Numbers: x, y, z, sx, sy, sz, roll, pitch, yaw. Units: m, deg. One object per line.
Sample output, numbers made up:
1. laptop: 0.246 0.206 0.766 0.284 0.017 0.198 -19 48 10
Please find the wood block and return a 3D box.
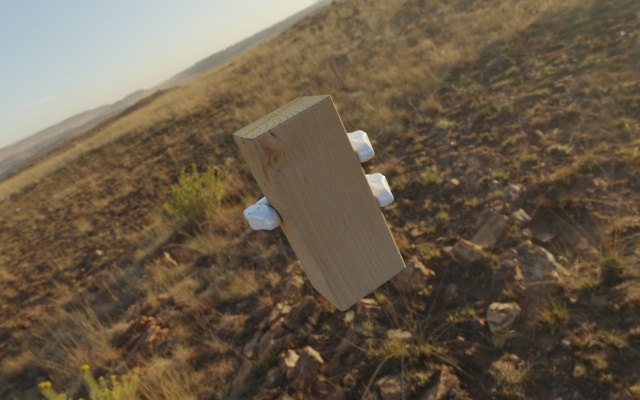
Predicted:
1. wood block: 0.000 0.002 0.516 0.091 0.206 0.090 -32 21 -15
